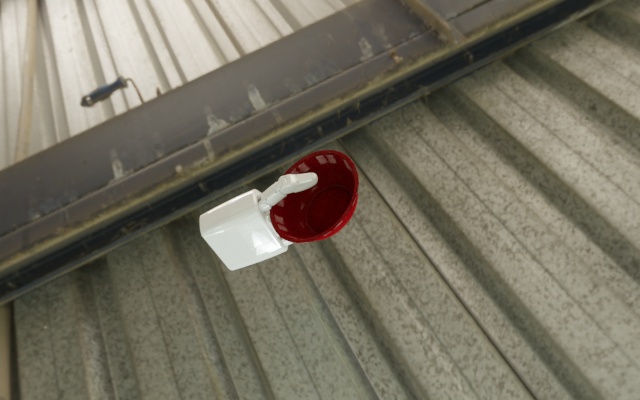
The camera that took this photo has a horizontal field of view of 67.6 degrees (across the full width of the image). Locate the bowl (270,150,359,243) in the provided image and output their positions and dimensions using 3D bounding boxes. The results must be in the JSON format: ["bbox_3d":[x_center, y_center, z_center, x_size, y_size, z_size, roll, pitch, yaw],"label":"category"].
[{"bbox_3d":[0.001,0.002,0.751,0.162,0.162,0.055,0,-27,37],"label":"bowl"}]
